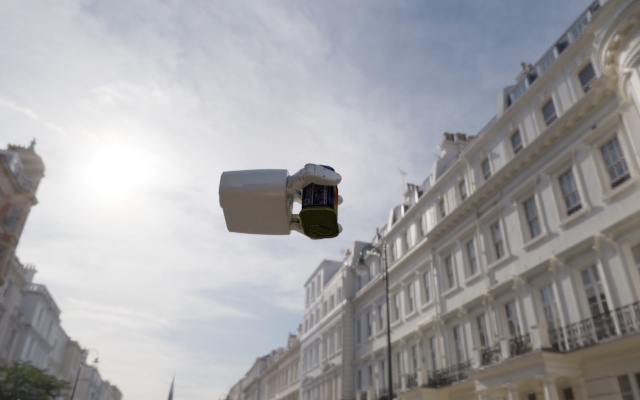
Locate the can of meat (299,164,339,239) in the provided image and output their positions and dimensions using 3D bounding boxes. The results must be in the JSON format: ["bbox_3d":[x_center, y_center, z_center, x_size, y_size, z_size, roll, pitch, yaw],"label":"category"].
[{"bbox_3d":[0.000,0.002,0.767,0.057,0.084,0.102,-1,-30,6],"label":"can of meat"}]
